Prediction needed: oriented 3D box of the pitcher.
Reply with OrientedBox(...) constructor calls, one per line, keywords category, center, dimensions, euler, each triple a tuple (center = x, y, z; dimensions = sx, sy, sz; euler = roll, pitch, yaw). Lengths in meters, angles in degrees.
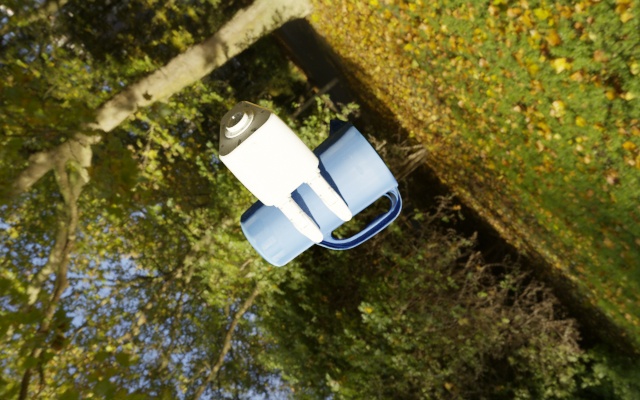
OrientedBox(category="pitcher", center=(0.000, 0.002, 0.769), dimensions=(0.145, 0.243, 0.149), euler=(47, 7, -42))
